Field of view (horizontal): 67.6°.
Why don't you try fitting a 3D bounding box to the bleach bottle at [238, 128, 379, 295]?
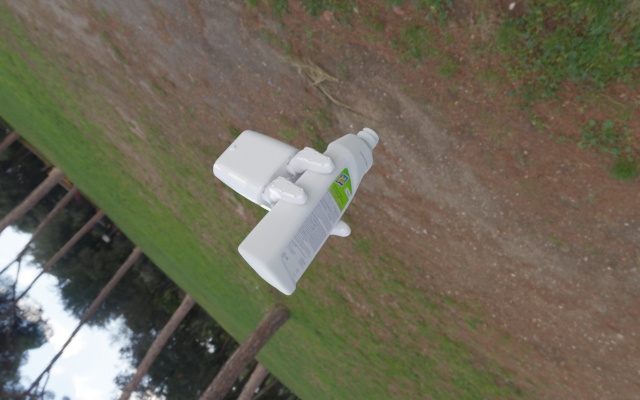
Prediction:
[{"bbox_3d":[0.000,0.002,0.660,0.068,0.250,0.103,27,-21,33],"label":"bleach bottle"}]
